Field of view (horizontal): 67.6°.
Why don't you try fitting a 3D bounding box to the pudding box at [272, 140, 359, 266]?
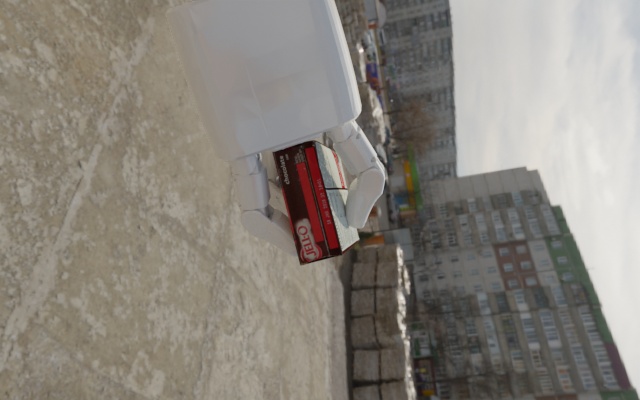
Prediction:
[{"bbox_3d":[0.000,0.001,0.403,0.039,0.090,0.113,-13,-2,13],"label":"pudding box"}]
